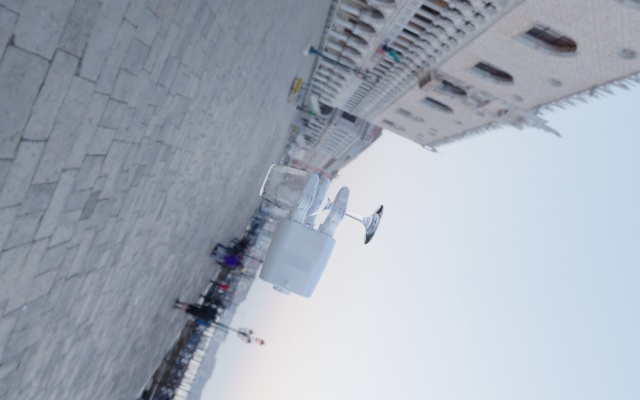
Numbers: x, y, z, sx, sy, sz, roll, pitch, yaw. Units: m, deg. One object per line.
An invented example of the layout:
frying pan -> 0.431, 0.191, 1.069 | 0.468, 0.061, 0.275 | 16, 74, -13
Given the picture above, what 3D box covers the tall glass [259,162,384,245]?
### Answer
tall glass -> 0.001, 0.003, 0.805 | 0.201, 0.079, 0.079 | 23, -2, -5
